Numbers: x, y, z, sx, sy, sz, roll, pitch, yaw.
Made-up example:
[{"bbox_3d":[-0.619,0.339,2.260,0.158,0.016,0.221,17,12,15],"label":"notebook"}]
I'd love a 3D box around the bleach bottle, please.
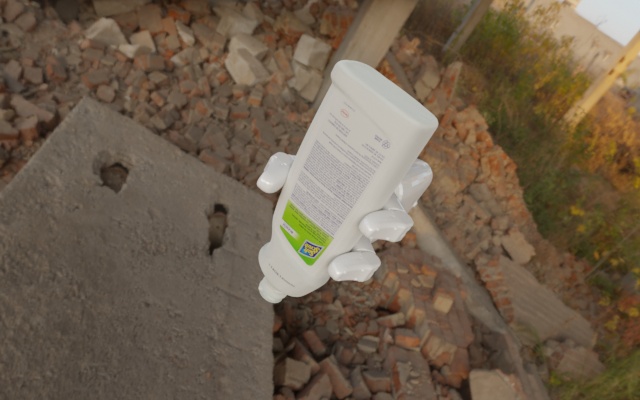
[{"bbox_3d":[0.000,0.002,0.459,0.102,0.251,0.068,43,30,17],"label":"bleach bottle"}]
